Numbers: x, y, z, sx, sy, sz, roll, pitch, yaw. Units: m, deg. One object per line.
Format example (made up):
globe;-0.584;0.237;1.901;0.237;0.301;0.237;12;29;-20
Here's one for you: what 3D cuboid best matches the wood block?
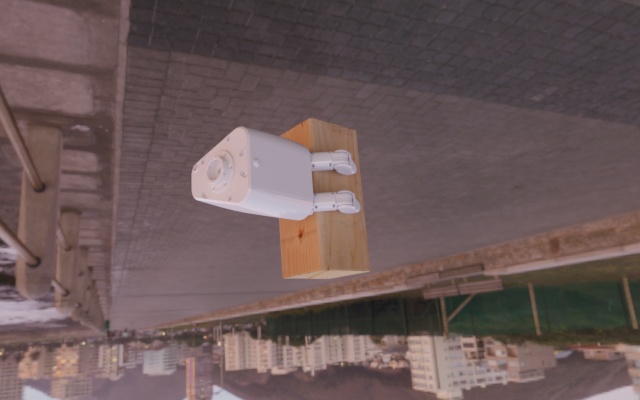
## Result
wood block;0.000;0.002;0.676;0.090;0.206;0.091;8;-19;-39
